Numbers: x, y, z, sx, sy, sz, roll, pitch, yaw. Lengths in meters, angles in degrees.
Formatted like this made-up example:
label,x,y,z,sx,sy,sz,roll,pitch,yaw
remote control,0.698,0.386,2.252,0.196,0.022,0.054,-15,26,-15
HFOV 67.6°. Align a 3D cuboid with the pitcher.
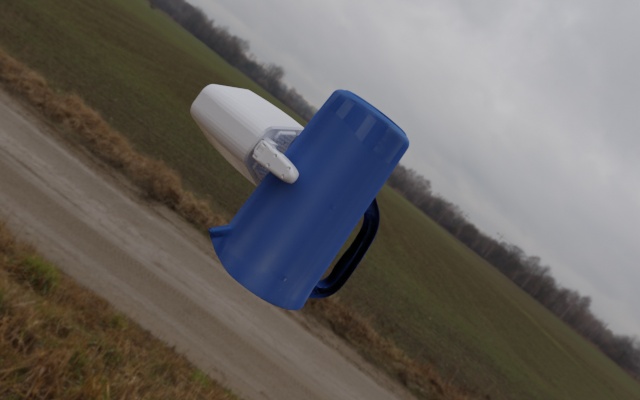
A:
label,x,y,z,sx,sy,sz,roll,pitch,yaw
pitcher,0.000,0.002,0.567,0.145,0.243,0.149,39,7,17
